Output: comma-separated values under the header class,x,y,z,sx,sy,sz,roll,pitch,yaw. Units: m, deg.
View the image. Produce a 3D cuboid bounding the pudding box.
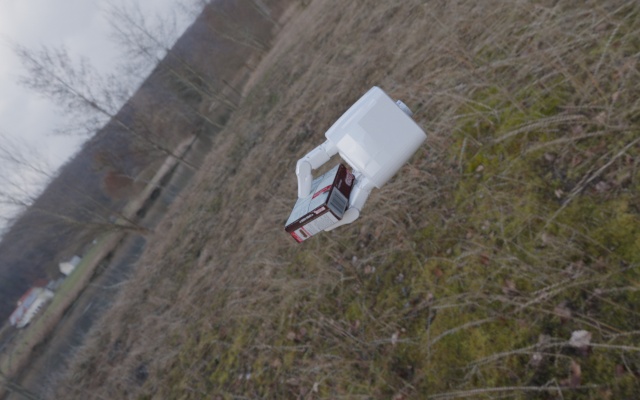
class,x,y,z,sx,sy,sz,roll,pitch,yaw
pudding box,0.000,0.002,0.729,0.090,0.039,0.113,-32,21,34
